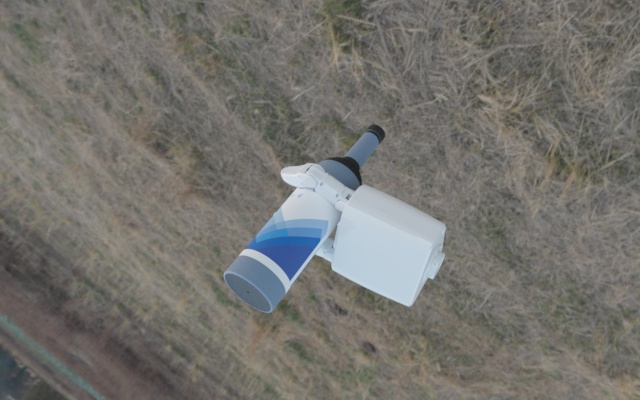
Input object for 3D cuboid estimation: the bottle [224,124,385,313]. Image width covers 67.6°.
[{"bbox_3d":[0.000,0.002,0.591,0.069,0.069,0.295,0,42,46],"label":"bottle"}]
